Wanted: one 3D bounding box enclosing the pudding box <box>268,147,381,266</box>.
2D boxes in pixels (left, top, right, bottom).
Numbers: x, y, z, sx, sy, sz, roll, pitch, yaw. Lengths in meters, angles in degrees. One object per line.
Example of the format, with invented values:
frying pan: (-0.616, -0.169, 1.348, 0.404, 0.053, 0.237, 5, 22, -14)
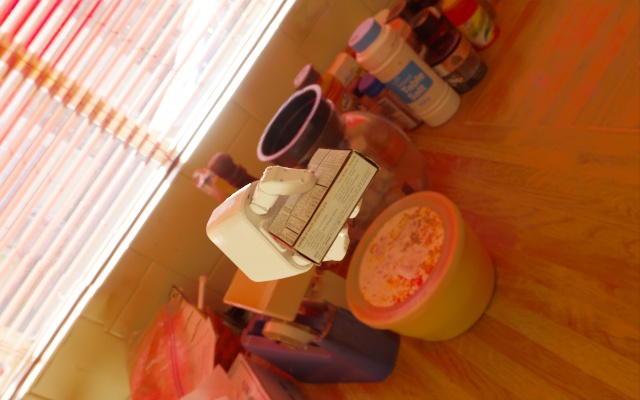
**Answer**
pudding box: (0.000, 0.001, 0.479, 0.039, 0.113, 0.090, 32, -5, -22)
